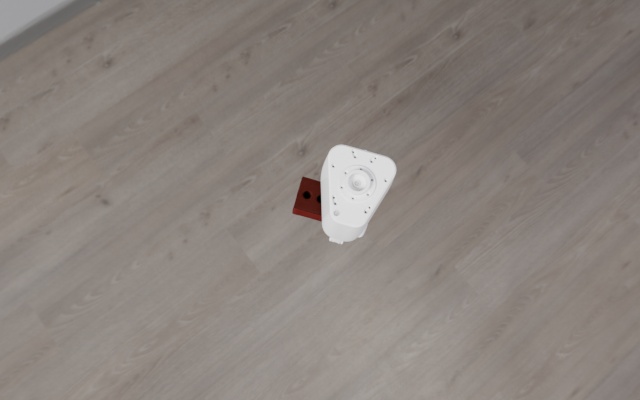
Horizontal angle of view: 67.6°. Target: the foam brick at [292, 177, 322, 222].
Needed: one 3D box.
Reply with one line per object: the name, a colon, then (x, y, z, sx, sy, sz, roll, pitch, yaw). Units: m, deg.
foam brick: (0.000, 0.002, 0.742, 0.078, 0.053, 0.051, 15, -13, 1)
